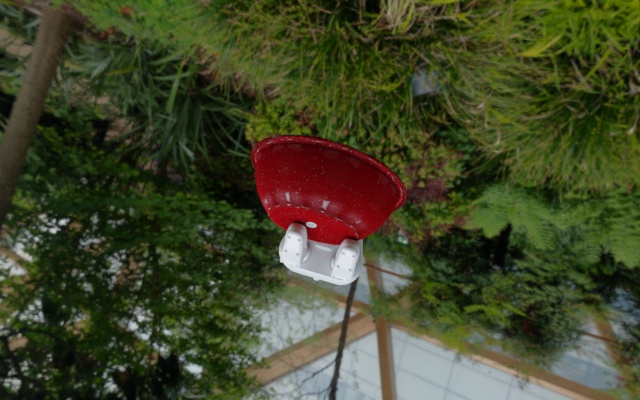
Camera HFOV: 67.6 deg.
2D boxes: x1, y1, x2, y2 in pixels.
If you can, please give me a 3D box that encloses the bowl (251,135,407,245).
[{"bbox_3d":[0.000,0.001,0.471,0.162,0.055,0.162,15,-22,6],"label":"bowl"}]
